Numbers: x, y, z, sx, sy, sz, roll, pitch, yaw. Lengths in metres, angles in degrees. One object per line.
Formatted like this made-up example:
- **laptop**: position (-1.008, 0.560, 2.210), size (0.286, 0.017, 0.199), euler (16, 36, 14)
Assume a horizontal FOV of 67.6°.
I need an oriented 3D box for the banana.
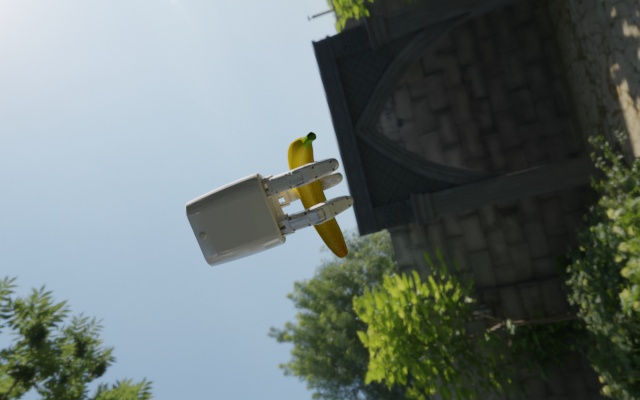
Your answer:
- **banana**: position (-0.008, -0.008, 0.656), size (0.037, 0.198, 0.069), euler (-26, 31, -13)
